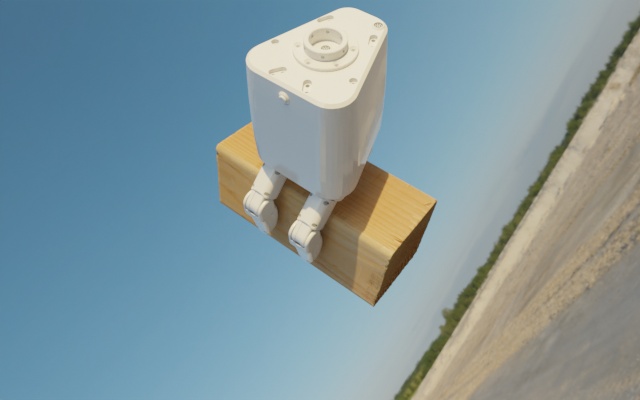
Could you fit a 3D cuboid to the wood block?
[{"bbox_3d":[0.000,0.001,0.494,0.206,0.090,0.090,32,51,21],"label":"wood block"}]
